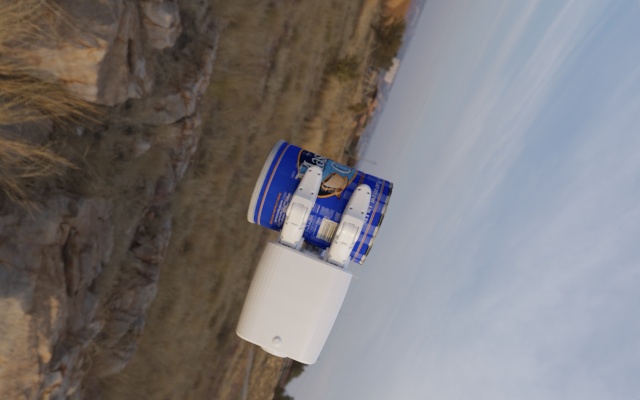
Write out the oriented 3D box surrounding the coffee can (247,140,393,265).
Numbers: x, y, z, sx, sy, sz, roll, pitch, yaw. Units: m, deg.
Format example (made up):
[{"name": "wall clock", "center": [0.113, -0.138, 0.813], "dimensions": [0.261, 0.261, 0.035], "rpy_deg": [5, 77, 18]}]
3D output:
[{"name": "coffee can", "center": [0.000, 0.002, 0.555], "dimensions": [0.140, 0.103, 0.103], "rpy_deg": [21, 1, 2]}]
